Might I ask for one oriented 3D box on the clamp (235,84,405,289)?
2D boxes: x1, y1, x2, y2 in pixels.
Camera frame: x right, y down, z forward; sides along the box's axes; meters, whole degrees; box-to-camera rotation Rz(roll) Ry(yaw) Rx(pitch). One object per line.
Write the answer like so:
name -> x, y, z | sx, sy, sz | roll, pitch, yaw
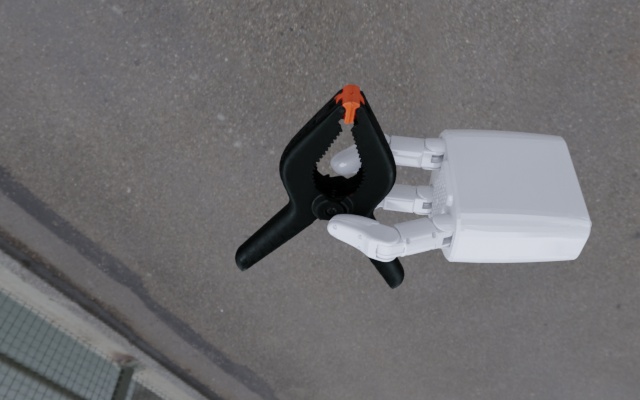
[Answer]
clamp -> 0.000, 0.001, 0.409 | 0.164, 0.210, 0.036 | 1, 41, 1
